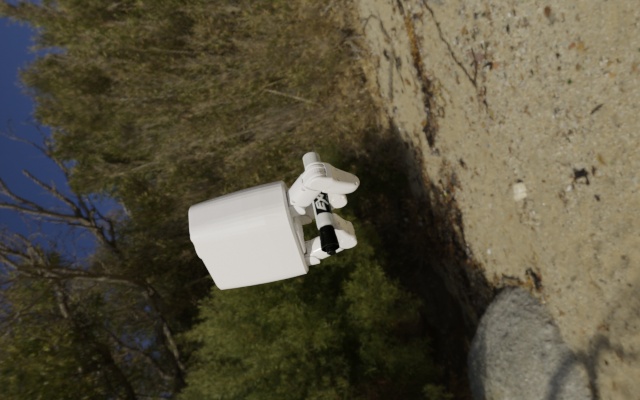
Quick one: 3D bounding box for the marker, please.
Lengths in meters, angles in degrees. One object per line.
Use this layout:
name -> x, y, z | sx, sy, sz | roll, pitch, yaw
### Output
marker -> 0.000, 0.002, 0.494 | 0.020, 0.121, 0.020 | -9, -33, -6
